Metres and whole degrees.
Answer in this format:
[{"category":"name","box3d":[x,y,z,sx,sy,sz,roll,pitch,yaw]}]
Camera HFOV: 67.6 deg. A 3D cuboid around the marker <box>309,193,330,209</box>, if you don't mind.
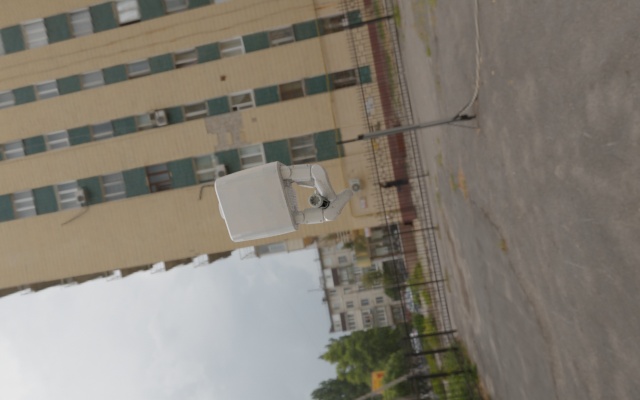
[{"category":"marker","box3d":[0.000,0.002,0.710,0.020,0.020,0.121,0,-2,7]}]
